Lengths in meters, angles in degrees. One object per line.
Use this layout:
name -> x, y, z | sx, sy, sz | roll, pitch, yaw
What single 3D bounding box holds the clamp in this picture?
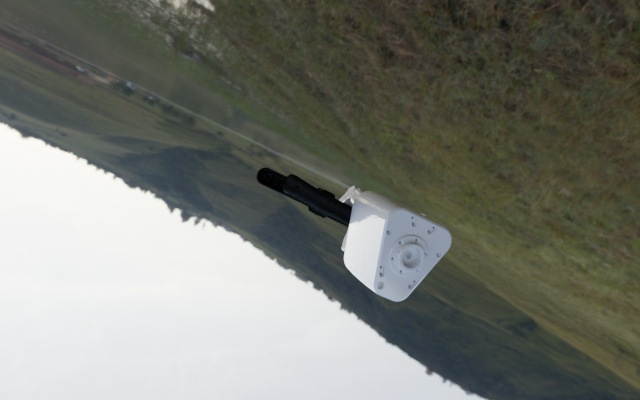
clamp -> 0.000, 0.003, 0.643 | 0.171, 0.039, 0.120 | 24, 3, -17
